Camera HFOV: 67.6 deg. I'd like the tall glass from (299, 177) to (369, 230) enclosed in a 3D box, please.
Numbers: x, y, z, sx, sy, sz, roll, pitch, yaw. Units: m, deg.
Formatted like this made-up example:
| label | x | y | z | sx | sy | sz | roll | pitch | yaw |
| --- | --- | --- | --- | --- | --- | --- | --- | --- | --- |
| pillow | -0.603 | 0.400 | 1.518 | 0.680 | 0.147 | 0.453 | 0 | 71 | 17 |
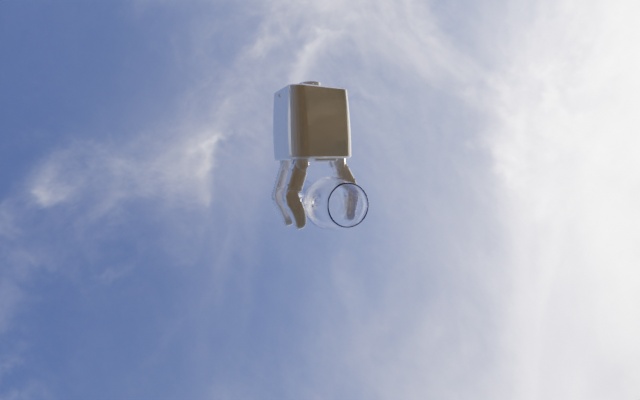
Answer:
| label | x | y | z | sx | sy | sz | roll | pitch | yaw |
| --- | --- | --- | --- | --- | --- | --- | --- | --- | --- |
| tall glass | 0.000 | 0.003 | 0.732 | 0.079 | 0.079 | 0.201 | 0 | 3 | -22 |
